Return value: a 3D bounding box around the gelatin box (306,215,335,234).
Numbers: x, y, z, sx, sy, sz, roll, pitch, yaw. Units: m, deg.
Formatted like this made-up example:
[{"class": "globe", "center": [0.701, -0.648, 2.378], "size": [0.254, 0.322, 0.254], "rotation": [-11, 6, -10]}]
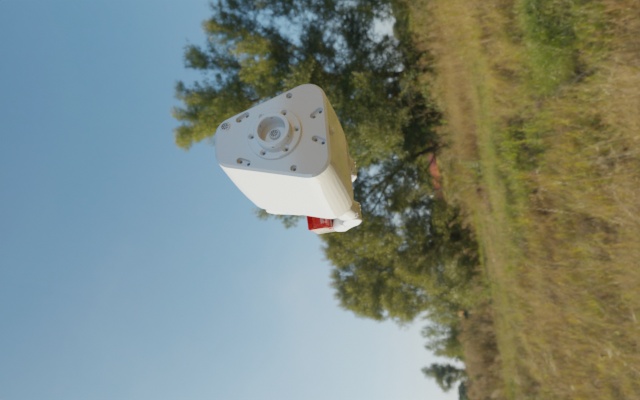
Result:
[{"class": "gelatin box", "center": [0.000, 0.002, 0.598], "size": [0.030, 0.073, 0.089], "rotation": [-8, -8, 6]}]
